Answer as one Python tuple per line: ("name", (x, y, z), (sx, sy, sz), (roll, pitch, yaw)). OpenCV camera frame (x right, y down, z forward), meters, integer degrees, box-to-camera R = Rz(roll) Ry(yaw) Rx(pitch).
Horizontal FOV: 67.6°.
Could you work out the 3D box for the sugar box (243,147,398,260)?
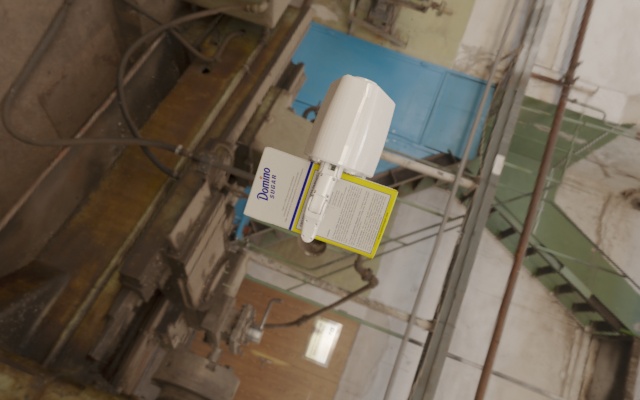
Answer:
("sugar box", (0.000, 0.002, 0.613), (0.176, 0.093, 0.048), (20, 5, 5))
